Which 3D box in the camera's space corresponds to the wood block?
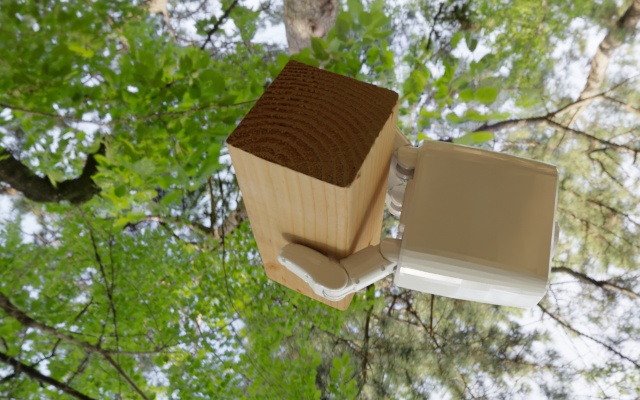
[{"bbox_3d":[0.000,0.002,0.400,0.090,0.090,0.206,22,-30,16],"label":"wood block"}]
